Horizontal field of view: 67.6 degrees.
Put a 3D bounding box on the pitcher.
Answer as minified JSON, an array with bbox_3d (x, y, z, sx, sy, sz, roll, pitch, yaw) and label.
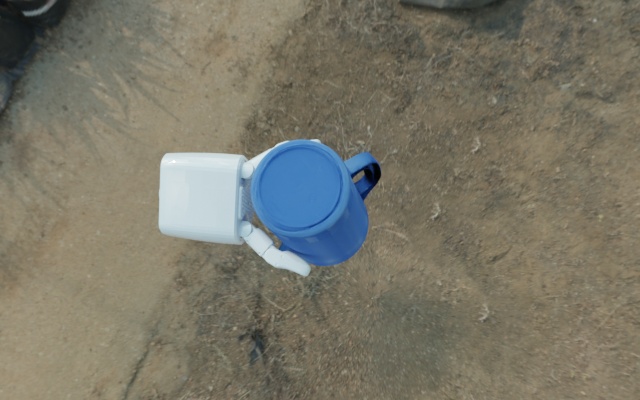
[{"bbox_3d":[0.000,0.002,0.611,0.145,0.149,0.243,5,-11,8],"label":"pitcher"}]
